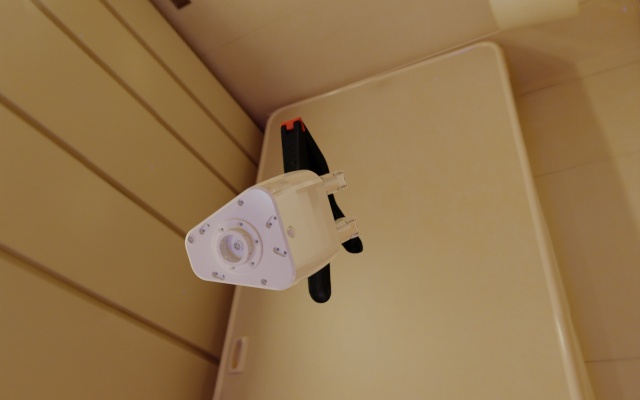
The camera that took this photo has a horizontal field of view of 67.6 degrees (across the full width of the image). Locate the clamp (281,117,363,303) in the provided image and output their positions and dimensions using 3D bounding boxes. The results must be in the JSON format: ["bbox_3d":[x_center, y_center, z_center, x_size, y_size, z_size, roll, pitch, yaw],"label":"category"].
[{"bbox_3d":[-0.001,0.002,0.592,0.036,0.210,0.164,-15,3,22],"label":"clamp"}]
